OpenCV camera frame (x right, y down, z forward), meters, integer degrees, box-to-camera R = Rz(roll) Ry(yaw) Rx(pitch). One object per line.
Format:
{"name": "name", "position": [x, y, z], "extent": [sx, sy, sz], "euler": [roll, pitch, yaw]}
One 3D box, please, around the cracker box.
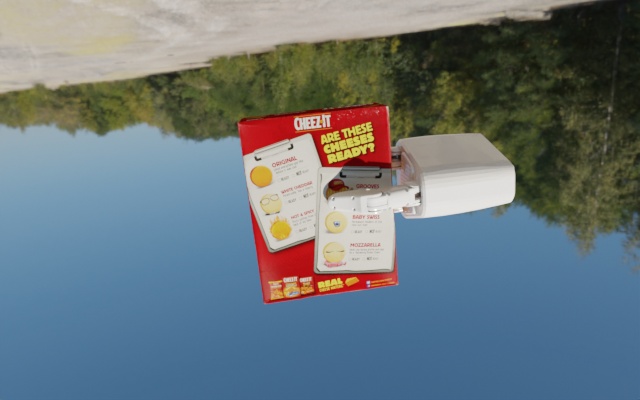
{"name": "cracker box", "position": [0.000, 0.002, 0.562], "extent": [0.164, 0.214, 0.072], "euler": [-7, 15, -5]}
